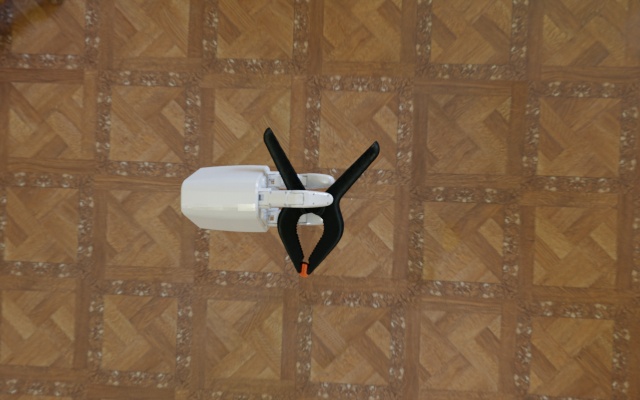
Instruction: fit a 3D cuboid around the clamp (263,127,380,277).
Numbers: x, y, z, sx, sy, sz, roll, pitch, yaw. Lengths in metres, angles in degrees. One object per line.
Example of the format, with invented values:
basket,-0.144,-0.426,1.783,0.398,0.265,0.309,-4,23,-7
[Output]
clamp,0.000,0.003,0.673,0.164,0.210,0.036,1,0,3
